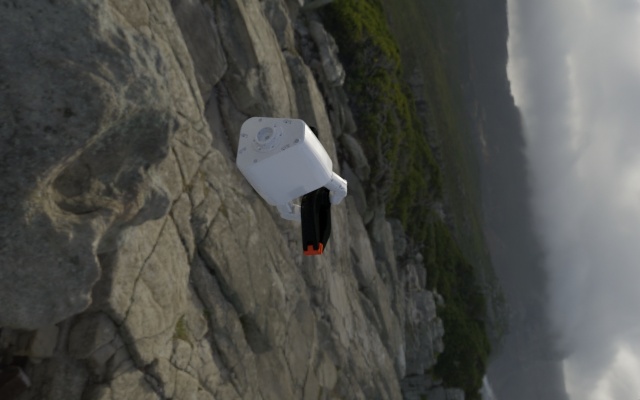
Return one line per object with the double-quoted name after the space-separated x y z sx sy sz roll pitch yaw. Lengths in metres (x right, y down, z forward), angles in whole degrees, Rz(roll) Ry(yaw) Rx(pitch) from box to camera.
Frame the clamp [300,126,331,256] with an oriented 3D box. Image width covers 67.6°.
0.001 0.003 0.812 0.036 0.209 0.165 -7 -30 18 "clamp"
